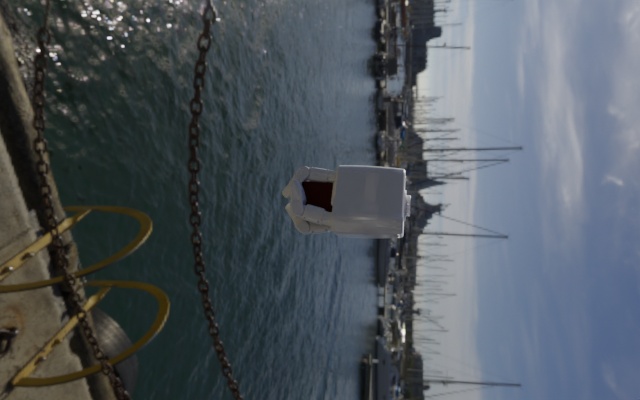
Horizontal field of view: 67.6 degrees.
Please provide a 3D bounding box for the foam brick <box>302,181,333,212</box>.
[{"bbox_3d":[0.000,0.003,0.783,0.051,0.053,0.078,3,-9,11],"label":"foam brick"}]
